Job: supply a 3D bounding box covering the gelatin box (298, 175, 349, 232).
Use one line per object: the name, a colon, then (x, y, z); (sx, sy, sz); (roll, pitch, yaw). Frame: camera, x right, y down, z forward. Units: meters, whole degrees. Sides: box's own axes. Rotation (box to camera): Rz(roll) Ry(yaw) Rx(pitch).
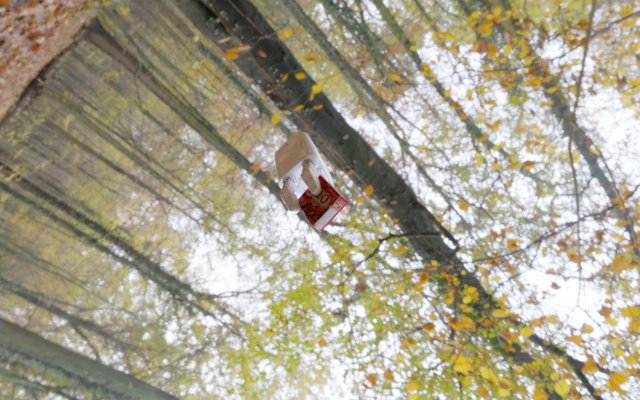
gelatin box: (0.001, 0.003, 0.873); (0.030, 0.073, 0.089); (39, 7, -39)
